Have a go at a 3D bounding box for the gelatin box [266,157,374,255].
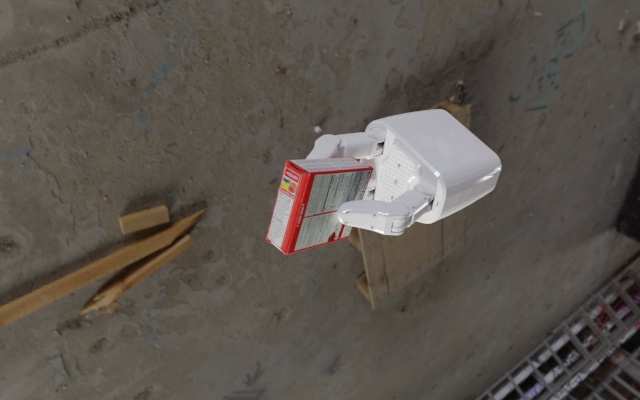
[{"bbox_3d":[0.000,0.002,0.411,0.030,0.073,0.089,31,26,33],"label":"gelatin box"}]
